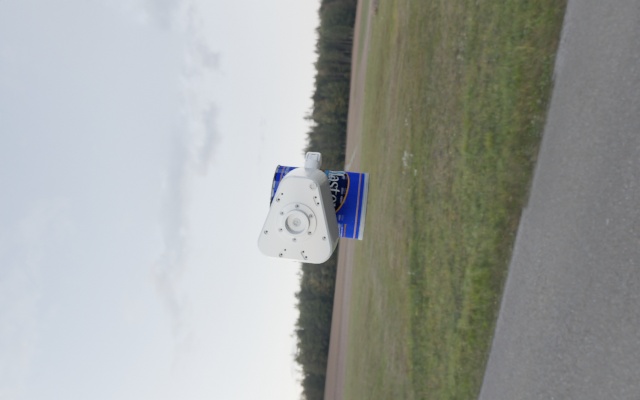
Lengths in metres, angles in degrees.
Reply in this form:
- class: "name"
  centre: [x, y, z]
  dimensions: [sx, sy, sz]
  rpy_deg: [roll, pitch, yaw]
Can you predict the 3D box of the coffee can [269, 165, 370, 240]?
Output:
- class: "coffee can"
  centre: [0.000, 0.002, 0.733]
  dimensions: [0.140, 0.103, 0.103]
  rpy_deg: [6, 0, 4]
